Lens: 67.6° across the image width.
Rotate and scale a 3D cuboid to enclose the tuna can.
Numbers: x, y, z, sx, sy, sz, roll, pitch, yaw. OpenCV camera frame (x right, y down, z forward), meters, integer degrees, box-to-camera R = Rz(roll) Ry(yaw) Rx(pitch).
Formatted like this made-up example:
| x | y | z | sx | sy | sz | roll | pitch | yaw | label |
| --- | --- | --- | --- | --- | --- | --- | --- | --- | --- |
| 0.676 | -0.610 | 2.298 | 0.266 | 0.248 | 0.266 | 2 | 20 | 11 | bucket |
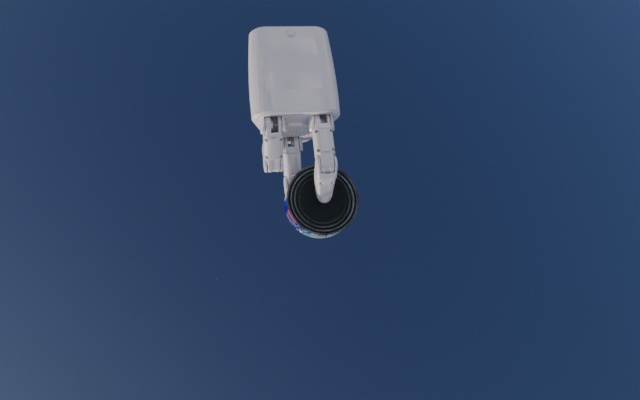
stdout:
| x | y | z | sx | sy | sz | roll | pitch | yaw | label |
| --- | --- | --- | --- | --- | --- | --- | --- | --- | --- |
| 0.000 | 0.002 | 0.571 | 0.086 | 0.086 | 0.034 | 0 | -15 | -12 | tuna can |
